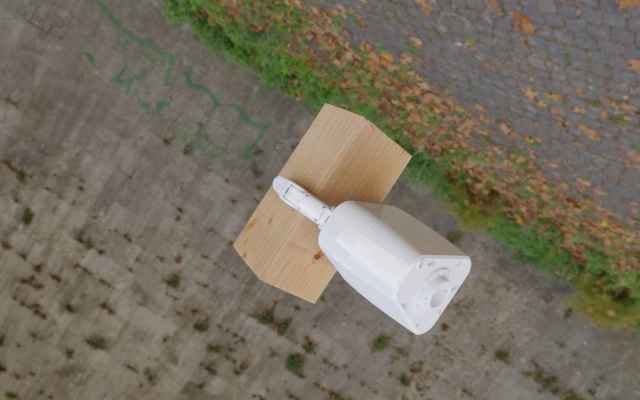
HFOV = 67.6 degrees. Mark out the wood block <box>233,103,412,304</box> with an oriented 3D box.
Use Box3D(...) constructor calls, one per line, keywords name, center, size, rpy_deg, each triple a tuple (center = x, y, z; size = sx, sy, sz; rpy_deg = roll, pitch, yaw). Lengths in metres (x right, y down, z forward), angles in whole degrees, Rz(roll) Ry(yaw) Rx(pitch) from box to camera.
Box3D(name="wood block", center=(0.000, 0.002, 0.563), size=(0.091, 0.206, 0.090), rpy_deg=(32, 2, -36))
